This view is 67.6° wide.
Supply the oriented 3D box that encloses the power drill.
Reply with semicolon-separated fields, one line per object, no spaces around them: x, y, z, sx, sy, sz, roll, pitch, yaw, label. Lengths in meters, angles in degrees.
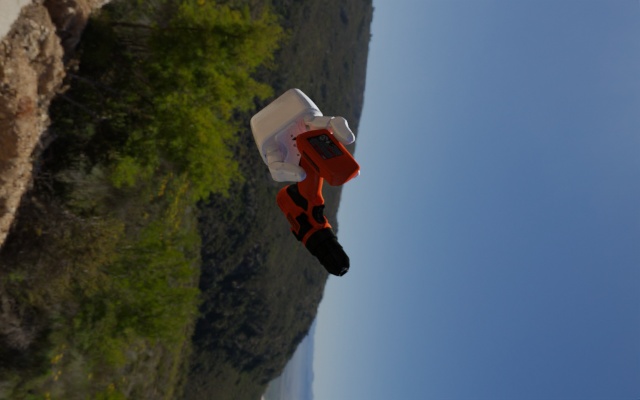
0.000;0.002;0.723;0.057;0.188;0.184;-19;55;-32;power drill
